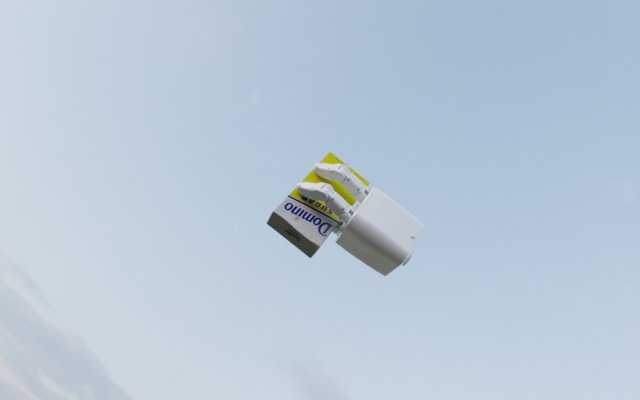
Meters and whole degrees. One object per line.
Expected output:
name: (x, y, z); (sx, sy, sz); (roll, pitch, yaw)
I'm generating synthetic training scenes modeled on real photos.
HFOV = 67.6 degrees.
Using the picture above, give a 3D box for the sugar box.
sugar box: (0.000, 0.002, 0.788); (0.176, 0.093, 0.048); (-50, -4, -41)
